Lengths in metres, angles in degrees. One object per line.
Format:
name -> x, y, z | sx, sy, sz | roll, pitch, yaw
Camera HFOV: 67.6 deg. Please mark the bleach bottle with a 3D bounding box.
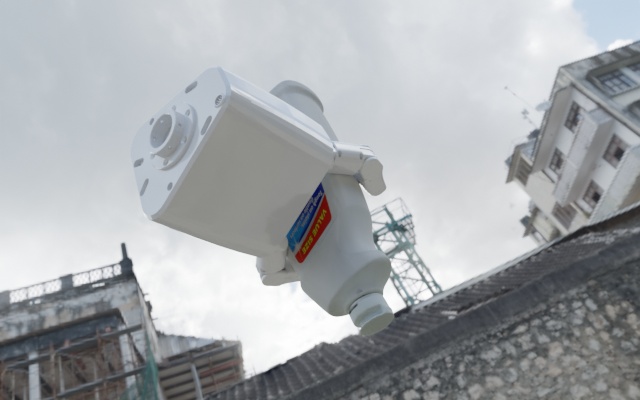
bleach bottle -> 0.000, 0.001, 0.432 | 0.102, 0.250, 0.068 | -45, -40, 19
